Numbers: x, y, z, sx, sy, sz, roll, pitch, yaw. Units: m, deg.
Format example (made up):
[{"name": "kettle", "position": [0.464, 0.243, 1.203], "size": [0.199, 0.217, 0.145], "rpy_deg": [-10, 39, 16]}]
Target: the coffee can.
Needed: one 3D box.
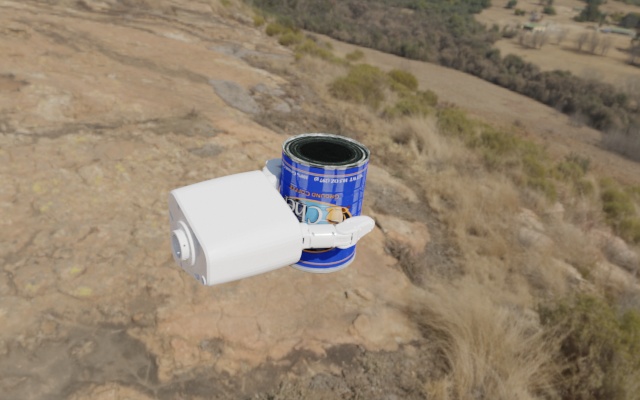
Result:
[{"name": "coffee can", "position": [0.000, 0.002, 0.580], "size": [0.103, 0.140, 0.102], "rpy_deg": [5, 28, -3]}]
